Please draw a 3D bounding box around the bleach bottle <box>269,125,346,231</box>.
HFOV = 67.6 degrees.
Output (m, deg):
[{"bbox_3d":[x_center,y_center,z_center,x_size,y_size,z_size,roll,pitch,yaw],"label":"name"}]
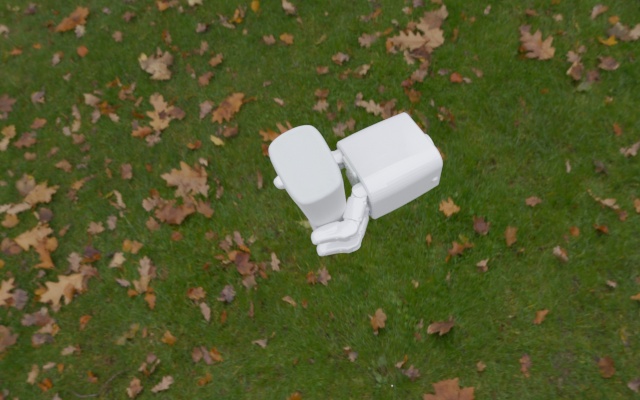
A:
[{"bbox_3d":[0.000,0.002,0.663,0.068,0.102,0.251,-27,-22,-2],"label":"bleach bottle"}]
